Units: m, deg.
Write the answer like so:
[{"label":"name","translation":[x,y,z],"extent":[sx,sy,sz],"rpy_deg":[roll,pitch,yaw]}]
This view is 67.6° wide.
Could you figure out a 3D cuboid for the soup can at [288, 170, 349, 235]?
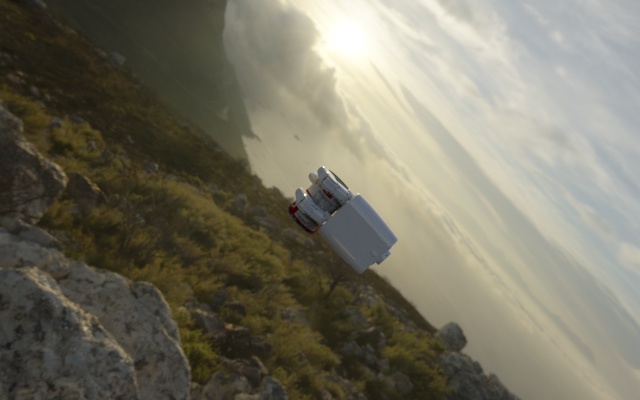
[{"label":"soup can","translation":[0.000,0.002,0.860],"extent":[0.102,0.068,0.068],"rpy_deg":[-44,-11,11]}]
